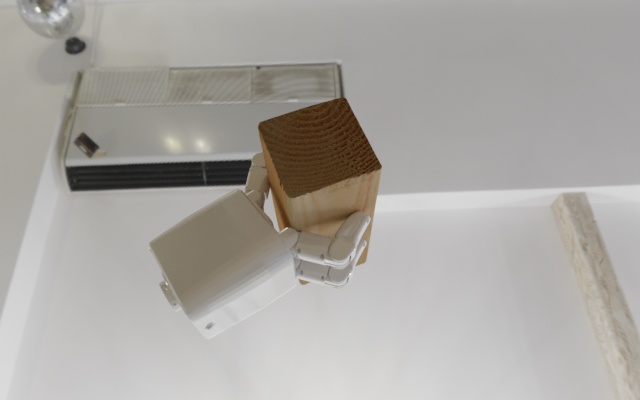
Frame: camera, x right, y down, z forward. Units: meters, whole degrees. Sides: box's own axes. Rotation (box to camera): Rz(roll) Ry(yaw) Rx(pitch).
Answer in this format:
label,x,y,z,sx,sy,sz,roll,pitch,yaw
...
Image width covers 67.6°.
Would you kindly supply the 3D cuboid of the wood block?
label,x,y,z,sx,sy,sz,roll,pitch,yaw
wood block,0.000,0.002,0.512,0.090,0.090,0.206,-19,-28,-10
